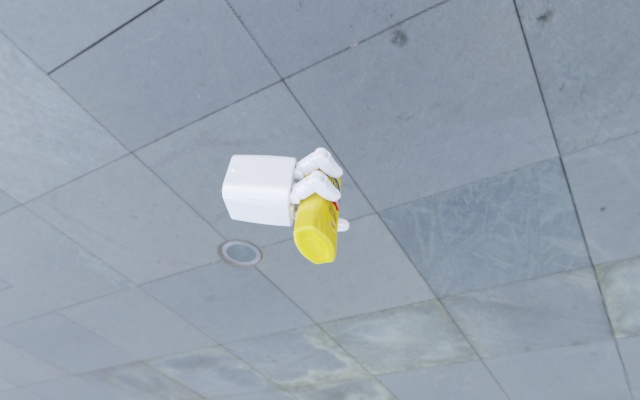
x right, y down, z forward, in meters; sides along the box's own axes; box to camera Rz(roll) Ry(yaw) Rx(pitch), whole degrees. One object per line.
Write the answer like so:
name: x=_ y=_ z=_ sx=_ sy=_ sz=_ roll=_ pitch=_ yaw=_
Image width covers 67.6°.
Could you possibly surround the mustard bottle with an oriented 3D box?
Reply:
mustard bottle: x=0.000 y=0.003 z=0.790 sx=0.058 sy=0.191 sz=0.096 roll=-12 pitch=-46 yaw=20
